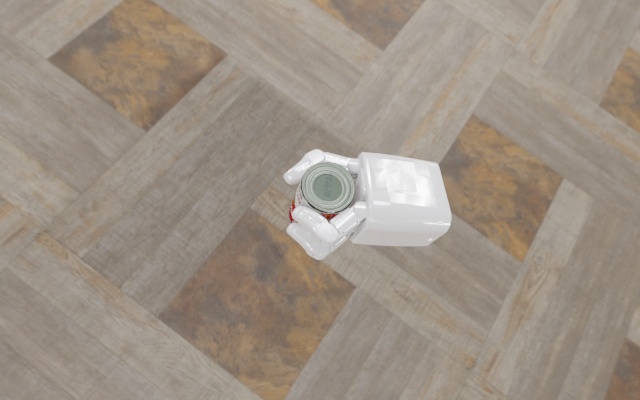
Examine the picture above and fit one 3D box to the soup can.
[{"bbox_3d":[0.000,0.002,0.605,0.068,0.068,0.102,0,-21,-12],"label":"soup can"}]
